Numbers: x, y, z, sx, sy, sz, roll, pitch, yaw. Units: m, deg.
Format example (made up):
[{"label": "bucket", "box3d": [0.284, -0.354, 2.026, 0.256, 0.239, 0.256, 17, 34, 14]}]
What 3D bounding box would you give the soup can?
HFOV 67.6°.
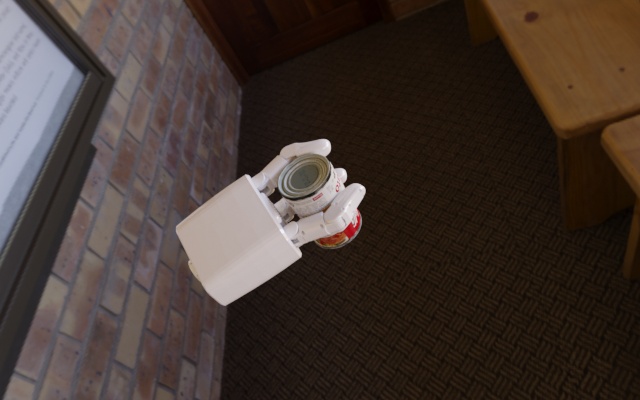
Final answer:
[{"label": "soup can", "box3d": [0.000, 0.001, 0.565, 0.068, 0.068, 0.102, 0, -37, 29]}]
